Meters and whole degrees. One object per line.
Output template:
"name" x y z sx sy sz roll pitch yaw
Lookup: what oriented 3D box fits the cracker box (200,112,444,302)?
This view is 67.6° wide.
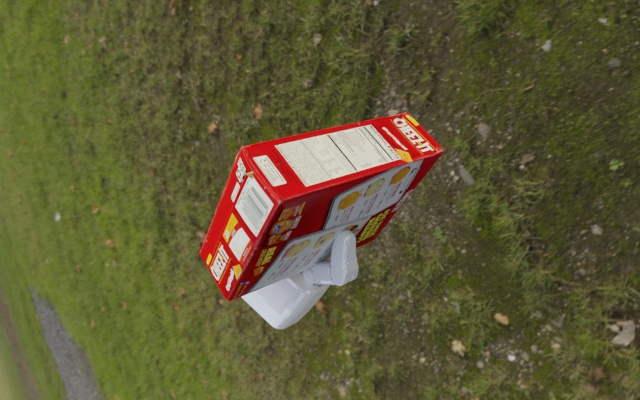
"cracker box" 0.000 0.002 0.486 0.213 0.072 0.164 -19 -28 -38
